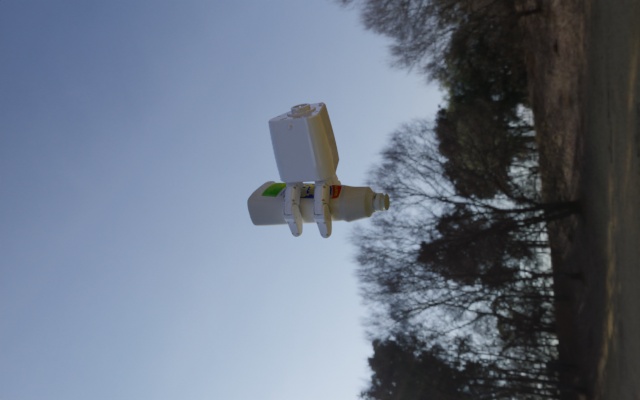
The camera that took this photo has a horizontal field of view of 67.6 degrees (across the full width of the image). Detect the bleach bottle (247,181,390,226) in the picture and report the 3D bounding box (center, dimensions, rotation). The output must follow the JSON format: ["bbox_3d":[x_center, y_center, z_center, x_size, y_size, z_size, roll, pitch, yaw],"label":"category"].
[{"bbox_3d":[0.000,0.003,0.842,0.251,0.068,0.102,-2,23,27],"label":"bleach bottle"}]
